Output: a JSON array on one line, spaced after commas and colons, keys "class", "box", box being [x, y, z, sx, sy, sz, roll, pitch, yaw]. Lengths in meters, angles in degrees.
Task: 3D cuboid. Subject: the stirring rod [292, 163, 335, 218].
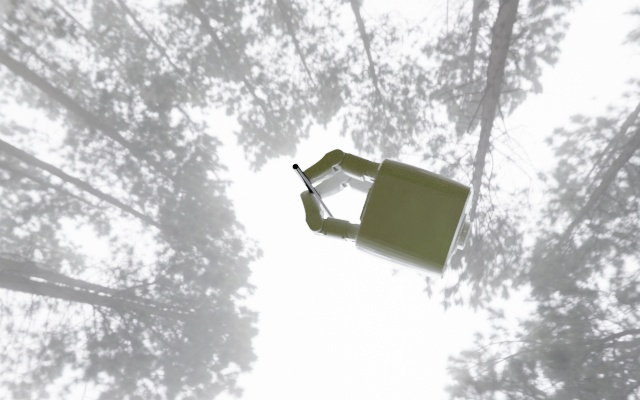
[{"class": "stirring rod", "box": [0.000, 0.002, 0.634, 0.011, 0.011, 0.240, 0, -19, 14]}]
